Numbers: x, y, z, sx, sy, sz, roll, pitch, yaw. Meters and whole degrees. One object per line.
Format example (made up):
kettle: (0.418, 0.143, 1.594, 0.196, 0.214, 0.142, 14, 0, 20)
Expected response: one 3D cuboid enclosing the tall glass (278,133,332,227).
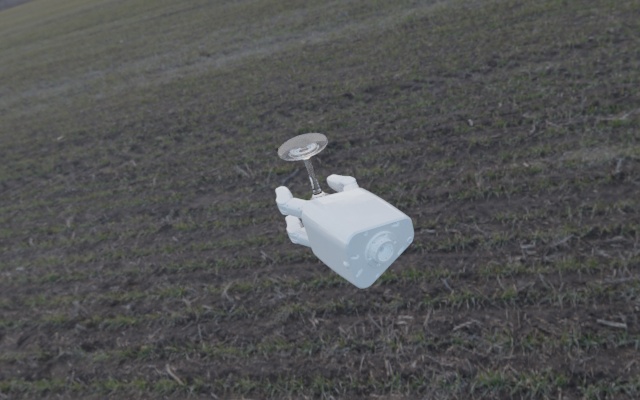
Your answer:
tall glass: (0.000, 0.002, 0.734, 0.079, 0.201, 0.079, -12, 33, 8)
